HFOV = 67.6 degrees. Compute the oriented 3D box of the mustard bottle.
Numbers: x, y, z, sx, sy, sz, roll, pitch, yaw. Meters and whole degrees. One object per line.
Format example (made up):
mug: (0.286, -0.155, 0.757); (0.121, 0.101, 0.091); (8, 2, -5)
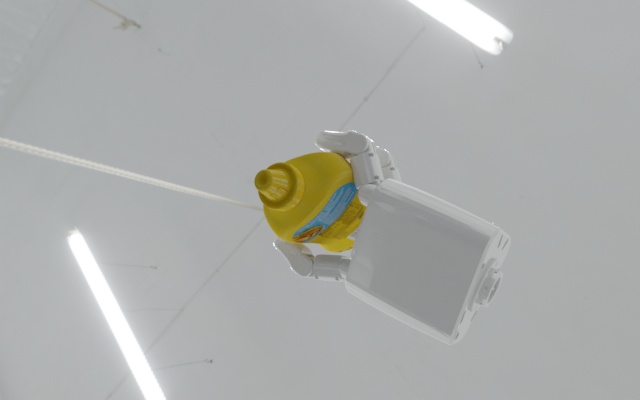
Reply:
mustard bottle: (0.000, 0.001, 0.463); (0.096, 0.058, 0.192); (-44, -27, 14)
